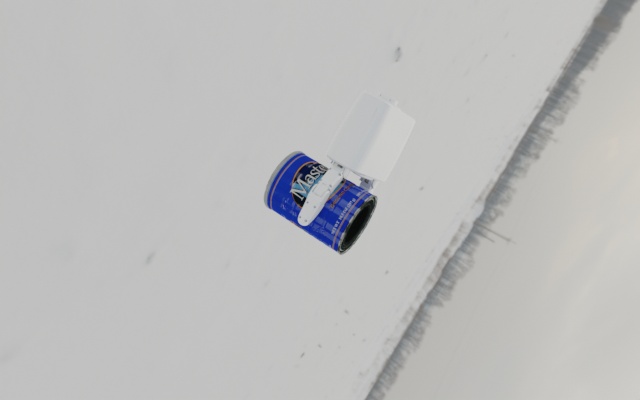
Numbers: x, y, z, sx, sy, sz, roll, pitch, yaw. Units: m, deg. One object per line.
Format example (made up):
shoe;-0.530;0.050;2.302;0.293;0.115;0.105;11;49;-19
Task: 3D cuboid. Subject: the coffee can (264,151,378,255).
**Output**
coffee can;0.000;0.002;0.723;0.140;0.103;0.103;32;11;18
